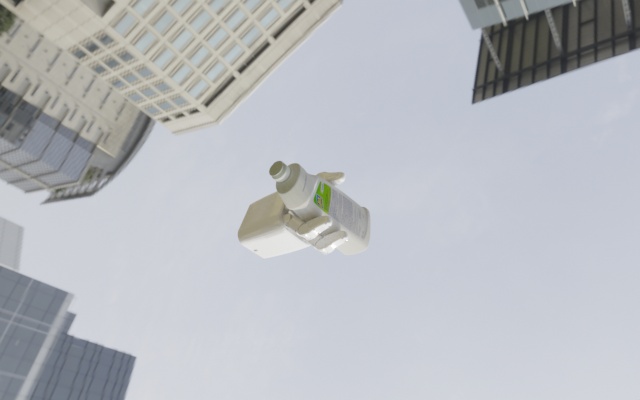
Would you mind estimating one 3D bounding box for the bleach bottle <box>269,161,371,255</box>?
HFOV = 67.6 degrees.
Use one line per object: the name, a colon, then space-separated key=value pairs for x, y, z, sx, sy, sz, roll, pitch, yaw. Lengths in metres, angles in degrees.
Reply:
bleach bottle: x=0.000 y=0.003 z=0.844 sx=0.068 sy=0.102 sz=0.251 roll=-19 pitch=-40 yaw=29
